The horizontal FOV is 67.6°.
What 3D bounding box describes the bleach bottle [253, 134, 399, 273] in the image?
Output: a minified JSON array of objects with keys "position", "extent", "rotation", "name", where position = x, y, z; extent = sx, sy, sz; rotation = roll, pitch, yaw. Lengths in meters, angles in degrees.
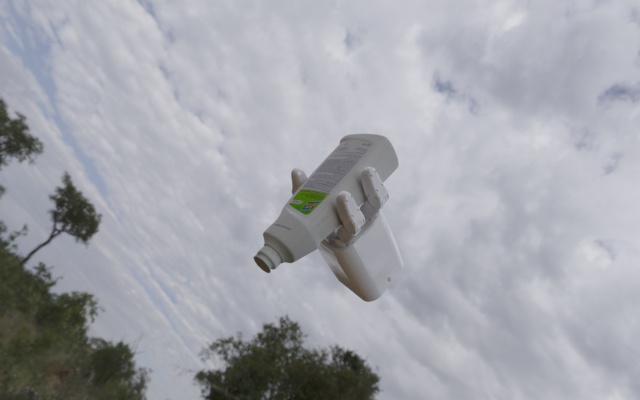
[{"position":[0.000,0.002,0.656],"extent":[0.102,0.068,0.250],"rotation":[6,42,49],"name":"bleach bottle"}]
